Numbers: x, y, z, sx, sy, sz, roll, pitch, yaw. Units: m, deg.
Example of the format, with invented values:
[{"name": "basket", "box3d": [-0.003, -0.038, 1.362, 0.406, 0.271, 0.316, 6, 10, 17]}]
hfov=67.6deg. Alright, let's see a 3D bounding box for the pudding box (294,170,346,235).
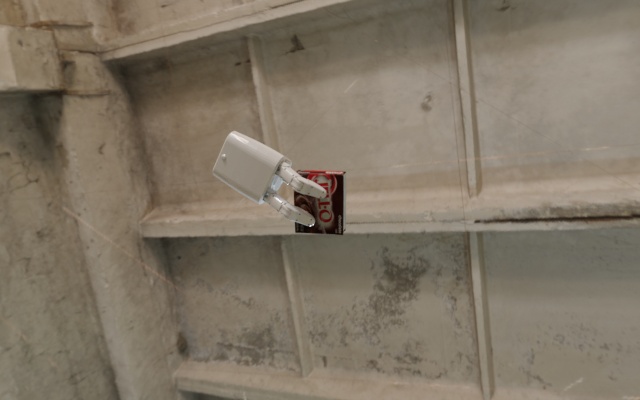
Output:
[{"name": "pudding box", "box3d": [0.000, 0.003, 0.855, 0.090, 0.113, 0.039, 2, 15, 13]}]
